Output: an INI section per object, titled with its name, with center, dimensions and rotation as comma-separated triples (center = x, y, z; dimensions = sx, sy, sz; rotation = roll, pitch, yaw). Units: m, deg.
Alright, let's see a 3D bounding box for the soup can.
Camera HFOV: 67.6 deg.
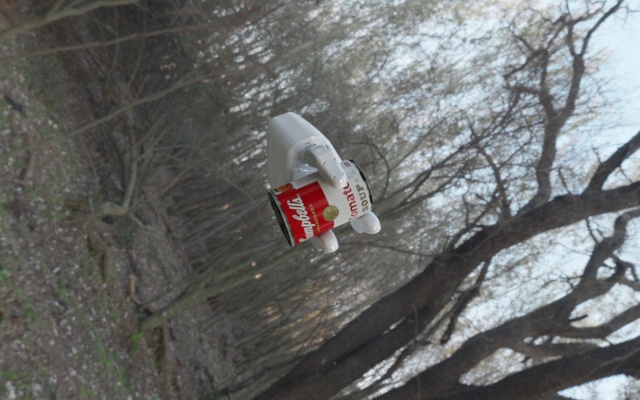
[soup can]
center = 0.001, 0.002, 0.544
dimensions = 0.102, 0.068, 0.068
rotation = -23, 5, -11
